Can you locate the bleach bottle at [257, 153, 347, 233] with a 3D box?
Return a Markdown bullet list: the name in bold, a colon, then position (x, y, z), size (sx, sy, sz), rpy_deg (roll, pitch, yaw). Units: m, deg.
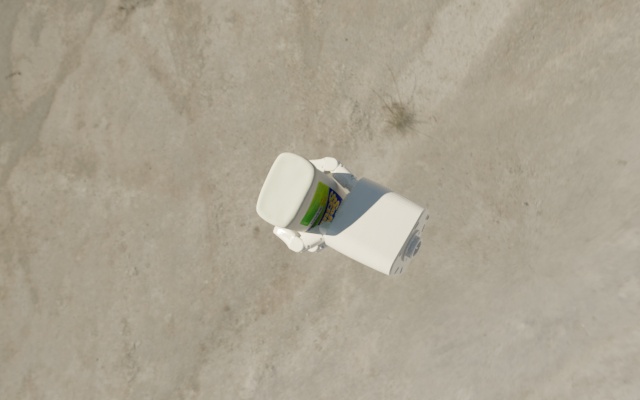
- **bleach bottle**: position (0.000, 0.002, 0.740), size (0.068, 0.102, 0.251), rpy_deg (28, 4, 24)
